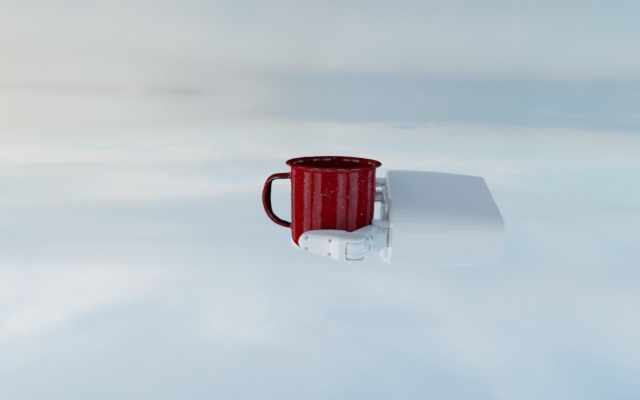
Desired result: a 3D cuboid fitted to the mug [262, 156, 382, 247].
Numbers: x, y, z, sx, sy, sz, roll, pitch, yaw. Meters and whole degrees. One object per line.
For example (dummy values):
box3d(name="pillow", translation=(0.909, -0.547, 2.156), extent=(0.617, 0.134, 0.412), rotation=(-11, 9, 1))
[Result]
box3d(name="mug", translation=(-0.001, 0.002, 0.469), extent=(0.117, 0.081, 0.093), rotation=(2, 12, 4))
